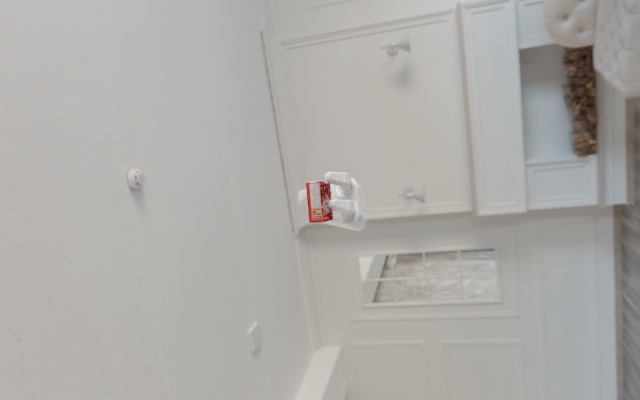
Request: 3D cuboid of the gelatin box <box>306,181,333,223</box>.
[{"bbox_3d":[0.000,0.003,0.878,0.030,0.073,0.089,-4,-1,13],"label":"gelatin box"}]
